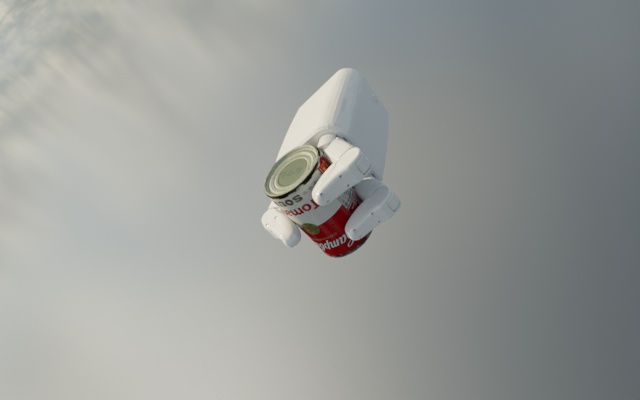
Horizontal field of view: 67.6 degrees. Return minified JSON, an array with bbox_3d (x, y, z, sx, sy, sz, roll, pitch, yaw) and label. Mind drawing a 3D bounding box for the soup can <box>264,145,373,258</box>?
[{"bbox_3d":[0.000,0.002,0.479,0.068,0.068,0.102,0,-38,46],"label":"soup can"}]
